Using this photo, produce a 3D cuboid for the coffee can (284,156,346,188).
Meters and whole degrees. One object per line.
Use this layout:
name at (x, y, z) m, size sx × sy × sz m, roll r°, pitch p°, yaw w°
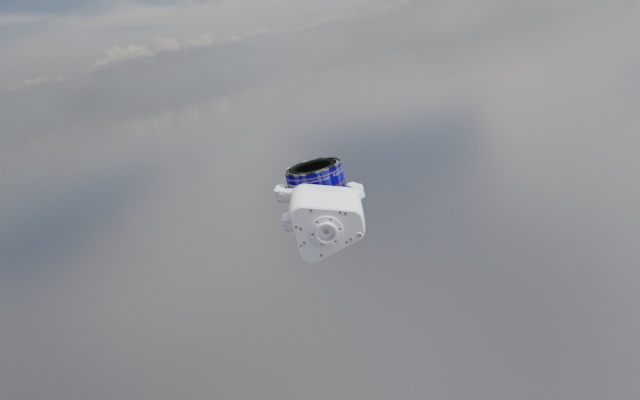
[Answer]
coffee can at (0.000, 0.003, 0.854) m, size 0.103 × 0.140 × 0.102 m, roll -12°, pitch 18°, yaw 4°
